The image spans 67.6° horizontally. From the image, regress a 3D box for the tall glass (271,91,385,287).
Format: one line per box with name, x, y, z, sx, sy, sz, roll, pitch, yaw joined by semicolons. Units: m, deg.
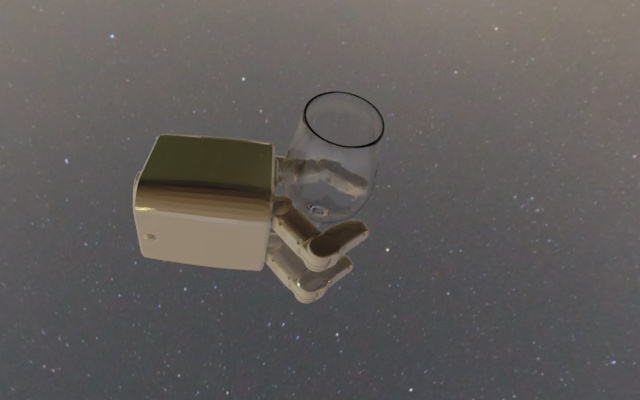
tall glass;0.000;0.002;0.427;0.079;0.079;0.201;0;-39;-14
